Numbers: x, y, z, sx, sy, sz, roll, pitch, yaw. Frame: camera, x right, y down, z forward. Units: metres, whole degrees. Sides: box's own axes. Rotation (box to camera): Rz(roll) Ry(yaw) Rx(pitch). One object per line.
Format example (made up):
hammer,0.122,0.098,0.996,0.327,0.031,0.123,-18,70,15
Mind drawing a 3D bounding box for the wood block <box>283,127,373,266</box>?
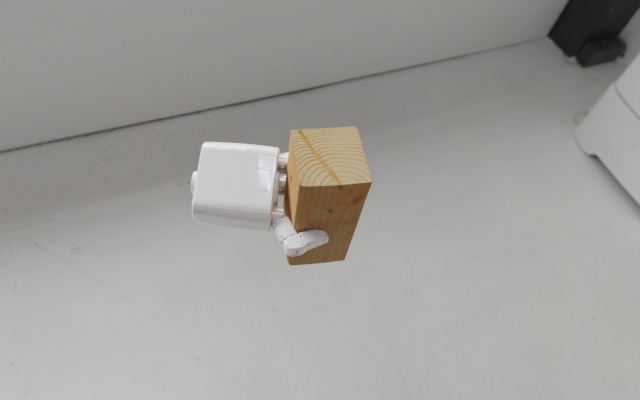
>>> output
wood block,0.000,0.002,0.665,0.090,0.090,0.206,-4,-33,-11
